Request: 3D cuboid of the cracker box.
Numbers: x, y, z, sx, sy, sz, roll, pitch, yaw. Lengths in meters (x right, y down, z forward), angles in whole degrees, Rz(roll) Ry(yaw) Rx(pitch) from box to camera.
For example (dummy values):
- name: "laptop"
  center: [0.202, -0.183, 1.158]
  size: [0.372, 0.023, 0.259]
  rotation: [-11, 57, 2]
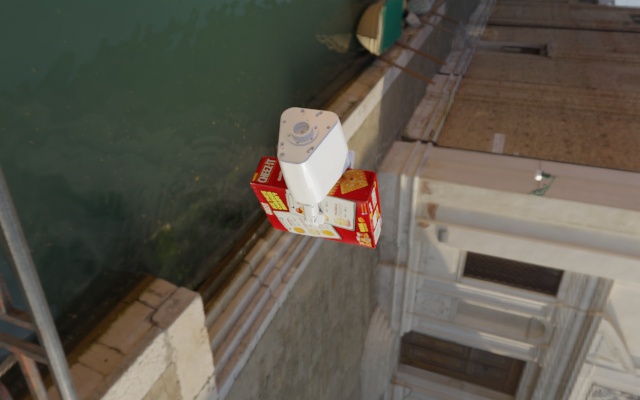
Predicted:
- name: "cracker box"
  center: [0.000, 0.003, 0.876]
  size: [0.213, 0.072, 0.164]
  rotation: [10, -31, 18]
